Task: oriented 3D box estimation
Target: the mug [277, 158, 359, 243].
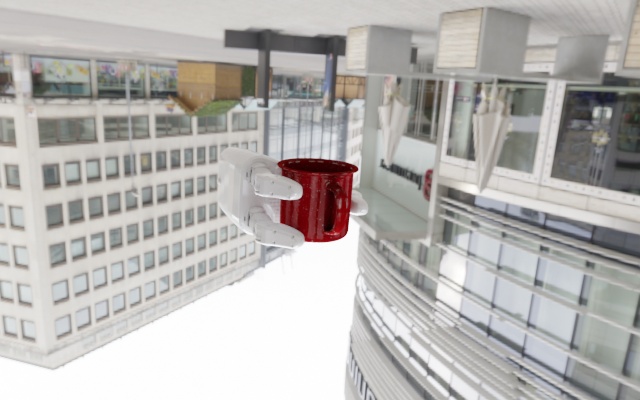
[{"bbox_3d":[0.001,0.002,0.539,0.093,0.081,0.117,-4,16,-27],"label":"mug"}]
